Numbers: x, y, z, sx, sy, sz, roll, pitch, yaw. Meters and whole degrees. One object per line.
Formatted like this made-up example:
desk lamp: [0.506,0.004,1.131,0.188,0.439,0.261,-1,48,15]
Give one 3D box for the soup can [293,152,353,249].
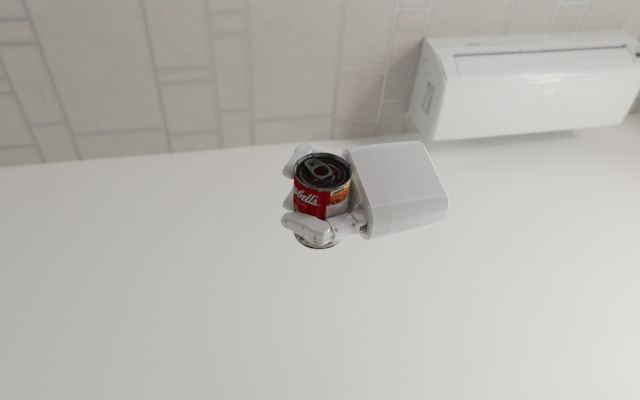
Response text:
soup can: [0.000,0.002,0.581,0.068,0.102,0.068,2,43,-2]
